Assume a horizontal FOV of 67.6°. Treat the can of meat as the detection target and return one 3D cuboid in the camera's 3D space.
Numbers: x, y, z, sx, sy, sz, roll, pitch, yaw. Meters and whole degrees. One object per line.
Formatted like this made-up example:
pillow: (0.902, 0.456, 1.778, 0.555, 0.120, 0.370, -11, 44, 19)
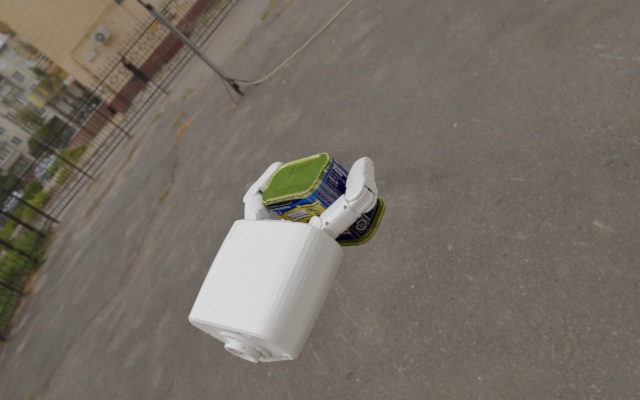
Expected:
can of meat: (0.000, 0.001, 0.486, 0.084, 0.057, 0.102, 40, -29, -27)
